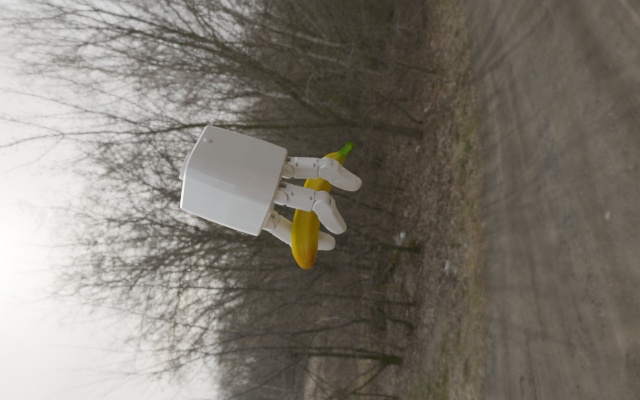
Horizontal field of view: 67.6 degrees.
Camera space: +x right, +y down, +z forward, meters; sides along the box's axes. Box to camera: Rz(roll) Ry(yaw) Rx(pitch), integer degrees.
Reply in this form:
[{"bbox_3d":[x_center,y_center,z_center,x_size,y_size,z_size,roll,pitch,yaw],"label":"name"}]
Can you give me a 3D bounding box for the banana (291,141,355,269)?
[{"bbox_3d":[-0.007,0.006,0.630,0.037,0.197,0.070,28,-31,-15],"label":"banana"}]
